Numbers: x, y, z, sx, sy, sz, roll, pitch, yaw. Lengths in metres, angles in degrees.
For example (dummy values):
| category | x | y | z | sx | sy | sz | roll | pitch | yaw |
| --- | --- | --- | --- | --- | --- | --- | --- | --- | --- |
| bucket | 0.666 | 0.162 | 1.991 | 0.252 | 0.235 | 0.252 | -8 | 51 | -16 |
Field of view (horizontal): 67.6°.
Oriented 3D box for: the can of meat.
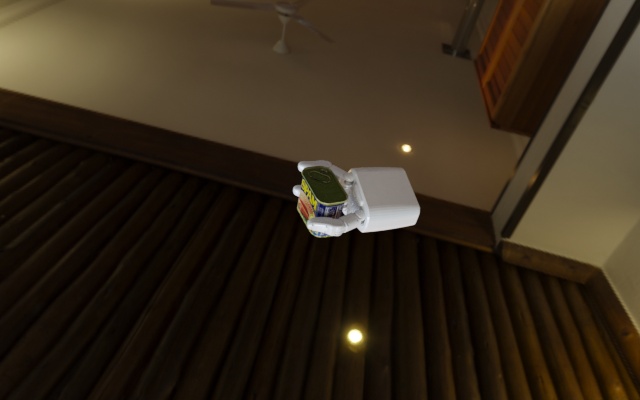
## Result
| category | x | y | z | sx | sy | sz | roll | pitch | yaw |
| --- | --- | --- | --- | --- | --- | --- | --- | --- | --- |
| can of meat | 0.000 | 0.003 | 0.839 | 0.057 | 0.084 | 0.102 | -8 | 43 | -23 |
